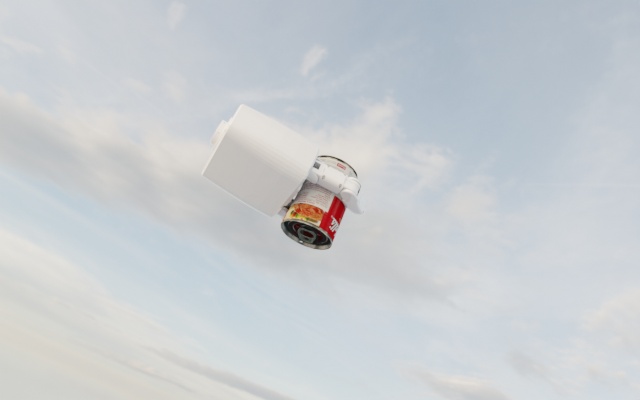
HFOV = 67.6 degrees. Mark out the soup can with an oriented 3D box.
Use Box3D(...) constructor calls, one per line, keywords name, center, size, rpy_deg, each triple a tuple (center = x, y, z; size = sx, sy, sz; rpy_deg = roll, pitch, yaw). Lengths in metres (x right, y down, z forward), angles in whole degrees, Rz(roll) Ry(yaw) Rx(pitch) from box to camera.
Box3D(name="soup can", center=(0.001, 0.002, 0.606), size=(0.068, 0.102, 0.068), rpy_deg=(18, -28, 10))
